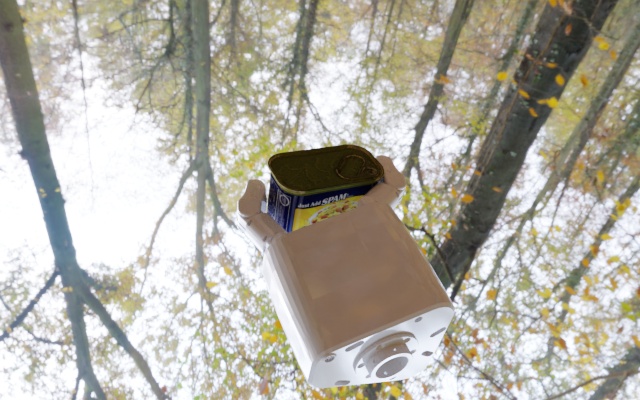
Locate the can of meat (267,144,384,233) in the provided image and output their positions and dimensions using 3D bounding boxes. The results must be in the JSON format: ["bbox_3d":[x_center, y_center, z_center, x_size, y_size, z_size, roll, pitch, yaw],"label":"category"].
[{"bbox_3d":[0.000,0.002,0.444,0.102,0.084,0.057,-11,43,-24],"label":"can of meat"}]
